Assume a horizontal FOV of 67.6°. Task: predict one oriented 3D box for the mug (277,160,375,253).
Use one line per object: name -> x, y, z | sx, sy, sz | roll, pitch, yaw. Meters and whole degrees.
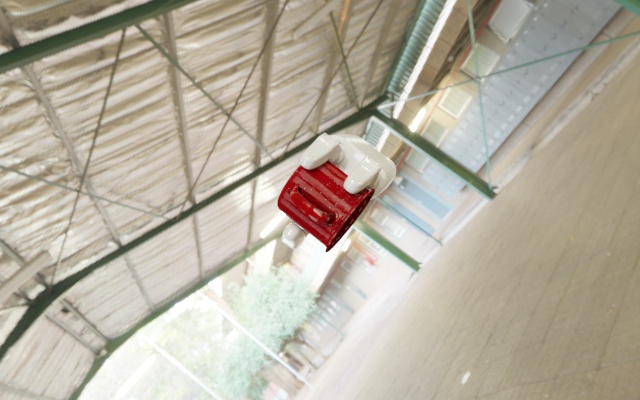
mug -> -0.001, 0.002, 0.546 | 0.081, 0.093, 0.117 | 37, 17, 10
